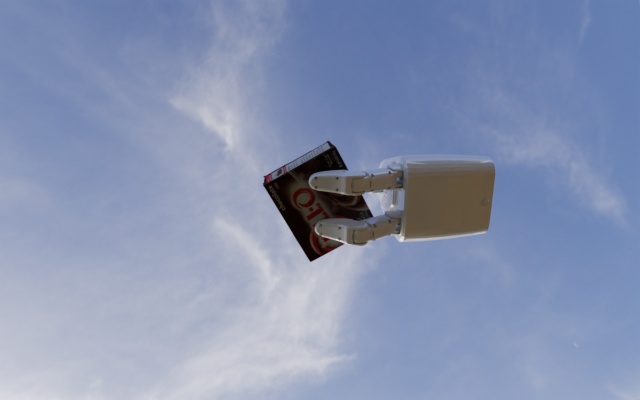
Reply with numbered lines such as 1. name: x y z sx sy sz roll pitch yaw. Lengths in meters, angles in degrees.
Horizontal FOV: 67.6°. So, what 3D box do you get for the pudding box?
1. pudding box: 0.000 0.002 0.544 0.090 0.113 0.039 -29 19 2
